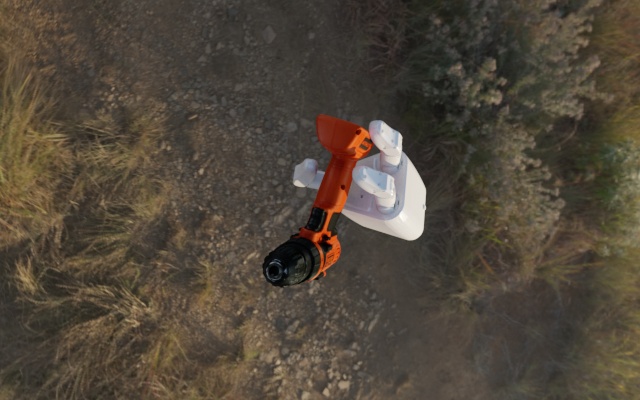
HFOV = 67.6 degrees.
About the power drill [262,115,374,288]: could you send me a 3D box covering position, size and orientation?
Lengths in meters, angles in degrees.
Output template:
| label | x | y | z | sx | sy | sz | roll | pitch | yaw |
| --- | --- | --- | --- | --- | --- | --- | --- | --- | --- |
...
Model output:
| label | x | y | z | sx | sy | sz | roll | pitch | yaw |
| --- | --- | --- | --- | --- | --- | --- | --- | --- | --- |
| power drill | 0.000 | 0.001 | 0.544 | 0.057 | 0.187 | 0.184 | 20 | 7 | 13 |
